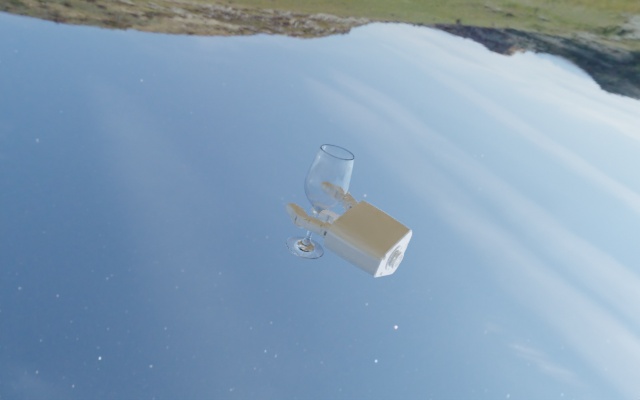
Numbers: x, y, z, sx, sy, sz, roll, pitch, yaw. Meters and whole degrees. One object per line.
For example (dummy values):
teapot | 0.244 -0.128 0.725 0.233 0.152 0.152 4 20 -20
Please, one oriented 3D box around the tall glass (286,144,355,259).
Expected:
tall glass | 0.000 0.003 0.857 0.079 0.201 0.079 15 24 -7
